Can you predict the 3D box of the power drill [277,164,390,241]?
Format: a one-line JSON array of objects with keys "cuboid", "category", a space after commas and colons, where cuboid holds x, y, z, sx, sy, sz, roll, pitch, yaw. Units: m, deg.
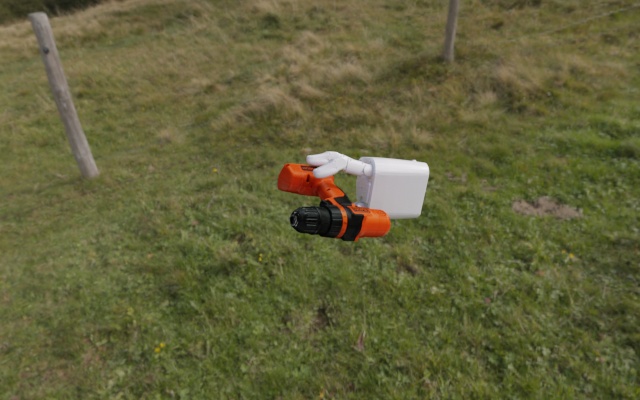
[{"cuboid": [0.000, 0.002, 0.796, 0.184, 0.057, 0.187, 7, 26, -36], "category": "power drill"}]
